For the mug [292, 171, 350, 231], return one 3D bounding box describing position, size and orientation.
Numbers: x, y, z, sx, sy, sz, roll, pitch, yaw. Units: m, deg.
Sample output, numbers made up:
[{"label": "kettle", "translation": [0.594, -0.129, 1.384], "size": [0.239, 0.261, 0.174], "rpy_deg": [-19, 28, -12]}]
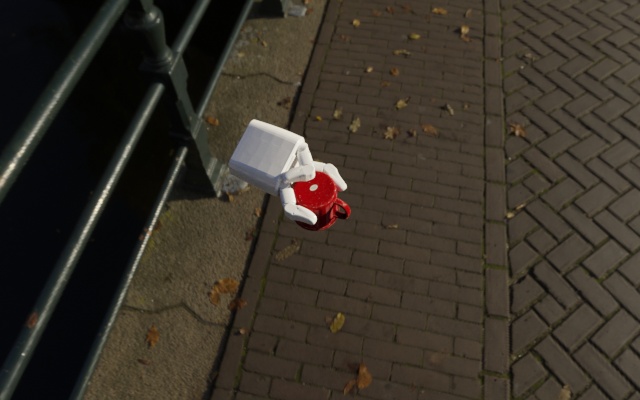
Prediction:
[{"label": "mug", "translation": [0.001, 0.003, 0.887], "size": [0.117, 0.093, 0.081], "rpy_deg": [24, -26, 13]}]
